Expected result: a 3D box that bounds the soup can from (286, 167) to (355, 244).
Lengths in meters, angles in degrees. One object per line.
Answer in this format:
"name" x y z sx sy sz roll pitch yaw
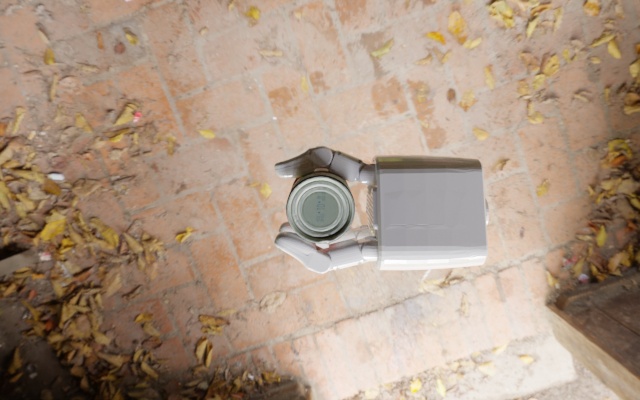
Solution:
"soup can" 0.000 0.002 0.498 0.068 0.068 0.102 0 9 0
